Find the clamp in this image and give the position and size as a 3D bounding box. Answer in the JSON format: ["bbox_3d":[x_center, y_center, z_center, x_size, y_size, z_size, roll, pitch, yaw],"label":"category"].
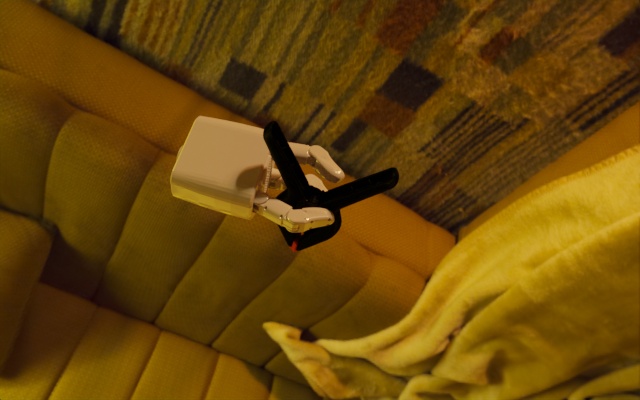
[{"bbox_3d":[0.000,0.003,0.612,0.164,0.036,0.210,17,-41,4],"label":"clamp"}]
